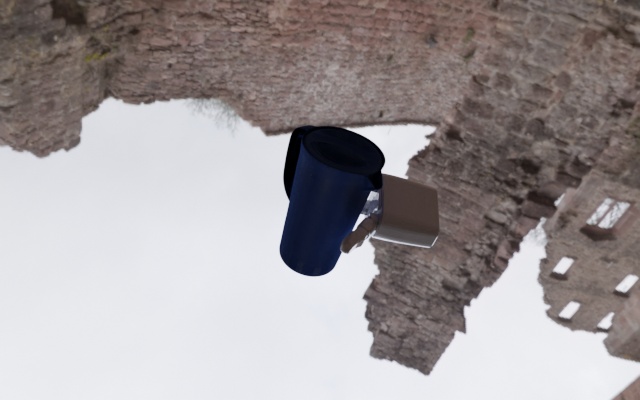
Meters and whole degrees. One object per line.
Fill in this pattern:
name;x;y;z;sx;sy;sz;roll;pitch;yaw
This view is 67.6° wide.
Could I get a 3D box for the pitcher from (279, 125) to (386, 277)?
pitcher;0.000;0.003;0.798;0.145;0.243;0.149;12;35;-9
